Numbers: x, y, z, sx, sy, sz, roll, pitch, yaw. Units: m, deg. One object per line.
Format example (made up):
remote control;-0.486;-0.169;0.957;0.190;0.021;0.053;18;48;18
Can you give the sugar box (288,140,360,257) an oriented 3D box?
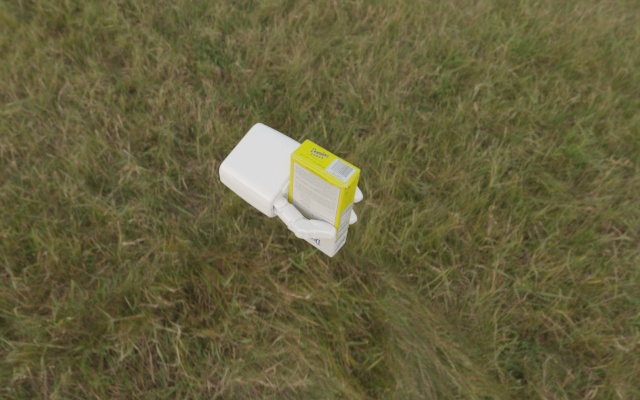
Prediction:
sugar box;0.000;0.002;0.708;0.093;0.048;0.176;33;-32;18
